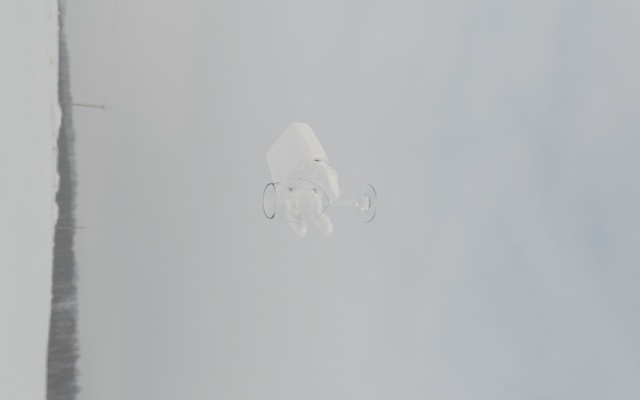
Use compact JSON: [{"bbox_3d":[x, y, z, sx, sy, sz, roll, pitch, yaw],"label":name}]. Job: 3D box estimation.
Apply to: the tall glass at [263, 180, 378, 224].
[{"bbox_3d":[0.001,0.003,0.862,0.201,0.079,0.079,1,-1,-29],"label":"tall glass"}]
